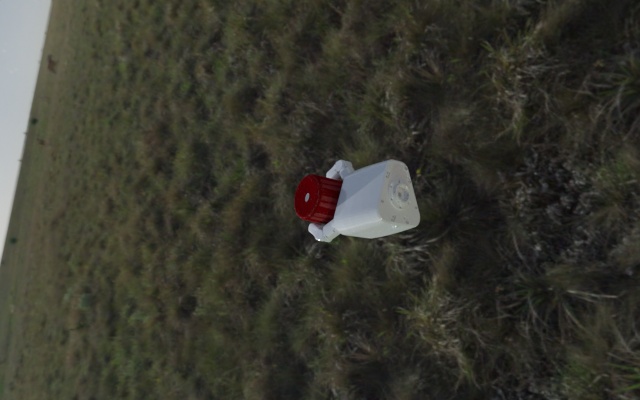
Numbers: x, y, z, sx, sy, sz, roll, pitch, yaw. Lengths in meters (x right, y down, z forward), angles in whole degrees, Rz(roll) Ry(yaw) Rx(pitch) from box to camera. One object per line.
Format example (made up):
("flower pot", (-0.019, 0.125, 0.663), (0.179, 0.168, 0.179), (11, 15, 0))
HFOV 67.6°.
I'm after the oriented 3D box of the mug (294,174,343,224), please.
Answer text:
("mug", (-0.001, 0.003, 0.859), (0.081, 0.093, 0.117), (13, -21, -34))
